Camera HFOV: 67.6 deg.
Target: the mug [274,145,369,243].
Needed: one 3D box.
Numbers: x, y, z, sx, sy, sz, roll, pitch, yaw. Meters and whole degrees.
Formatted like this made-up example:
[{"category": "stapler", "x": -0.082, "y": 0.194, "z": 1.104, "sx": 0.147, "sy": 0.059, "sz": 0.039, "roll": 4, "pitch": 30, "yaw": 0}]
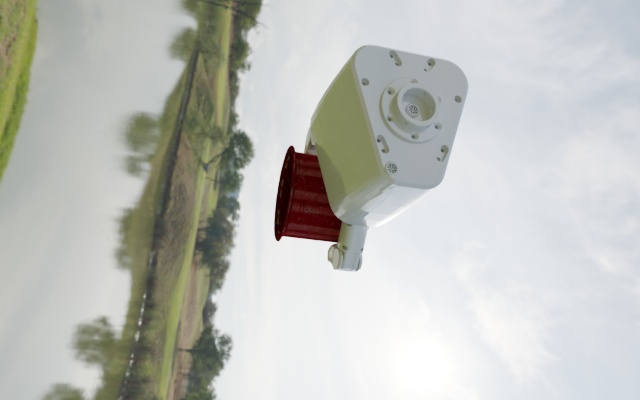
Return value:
[{"category": "mug", "x": 0.000, "y": 0.002, "z": 0.478, "sx": 0.081, "sy": 0.093, "sz": 0.117, "roll": 8, "pitch": -16, "yaw": -12}]
